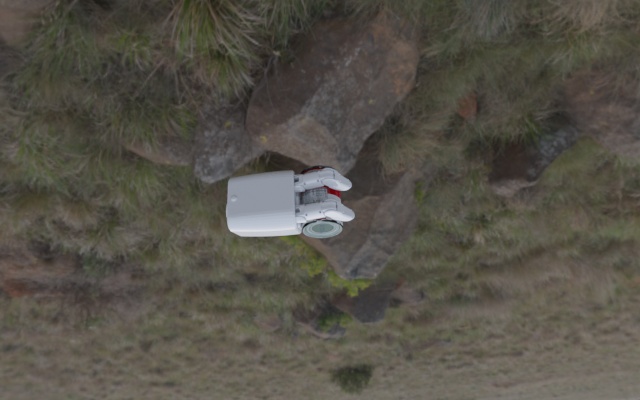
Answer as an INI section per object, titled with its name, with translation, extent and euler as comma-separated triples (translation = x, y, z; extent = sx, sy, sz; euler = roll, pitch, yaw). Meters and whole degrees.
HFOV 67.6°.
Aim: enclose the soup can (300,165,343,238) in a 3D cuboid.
[soup can]
translation = 0.001, 0.003, 0.787
extent = 0.068, 0.102, 0.068
euler = -3, -27, -1
